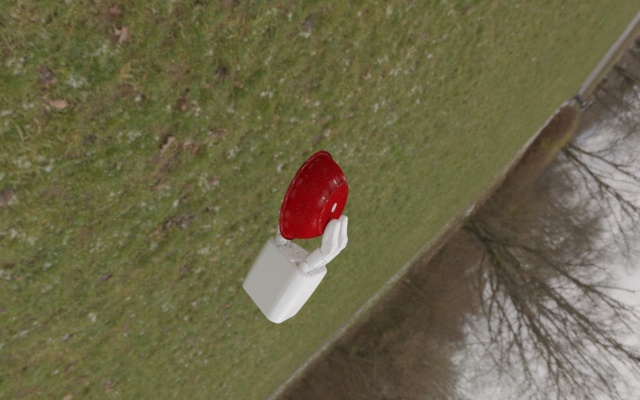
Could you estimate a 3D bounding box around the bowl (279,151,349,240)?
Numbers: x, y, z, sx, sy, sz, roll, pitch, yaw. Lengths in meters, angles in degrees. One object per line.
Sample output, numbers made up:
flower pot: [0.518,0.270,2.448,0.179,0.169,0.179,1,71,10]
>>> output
bowl: [0.001,0.002,0.780,0.055,0.162,0.162,25,9,21]
